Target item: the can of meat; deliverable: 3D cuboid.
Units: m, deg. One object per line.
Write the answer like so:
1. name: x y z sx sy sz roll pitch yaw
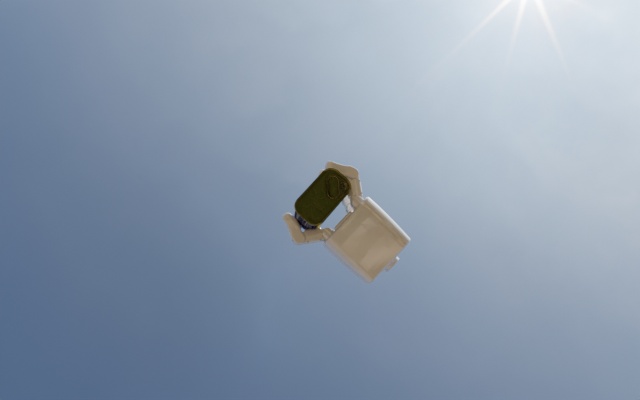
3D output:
1. can of meat: 0.000 0.003 0.824 0.057 0.102 0.084 41 -15 5
